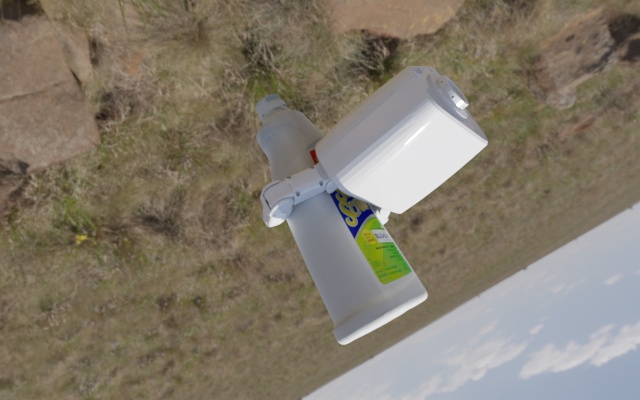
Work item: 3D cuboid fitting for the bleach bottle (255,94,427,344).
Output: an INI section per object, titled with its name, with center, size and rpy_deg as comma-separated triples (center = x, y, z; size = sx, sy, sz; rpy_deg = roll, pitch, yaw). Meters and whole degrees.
[bleach bottle]
center = 0.000, 0.002, 0.456
size = 0.068, 0.250, 0.102
rpy_deg = -40, -20, 28
